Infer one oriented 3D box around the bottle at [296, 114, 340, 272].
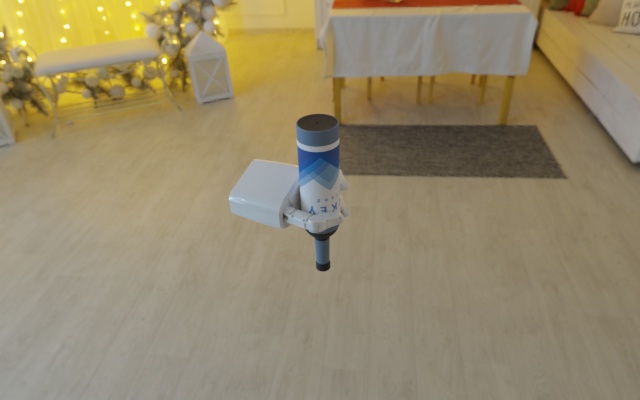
[{"bbox_3d":[0.000,0.002,0.809,0.069,0.296,0.069,-2,34,1],"label":"bottle"}]
